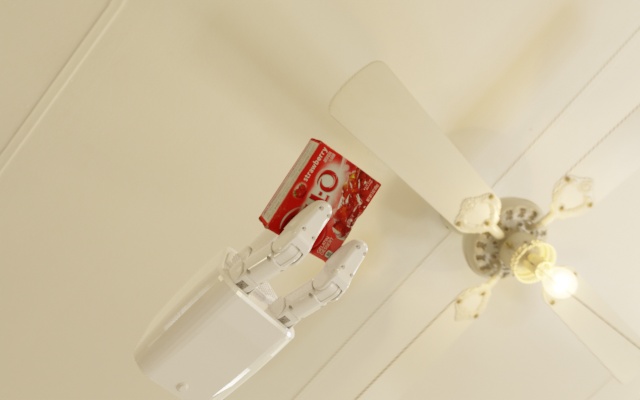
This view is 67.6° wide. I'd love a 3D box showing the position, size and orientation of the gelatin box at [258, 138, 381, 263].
[{"bbox_3d":[0.000,0.001,0.425,0.073,0.089,0.030,33,1,-26],"label":"gelatin box"}]
